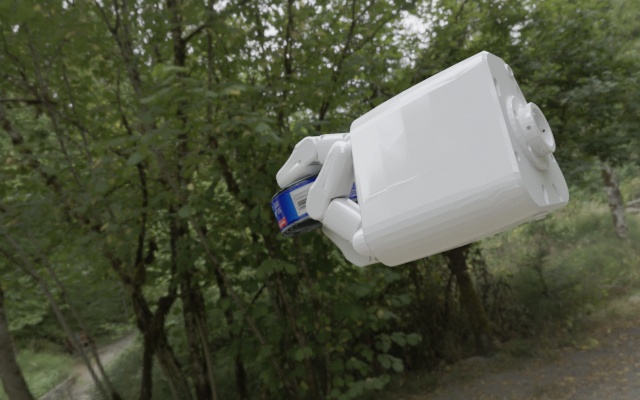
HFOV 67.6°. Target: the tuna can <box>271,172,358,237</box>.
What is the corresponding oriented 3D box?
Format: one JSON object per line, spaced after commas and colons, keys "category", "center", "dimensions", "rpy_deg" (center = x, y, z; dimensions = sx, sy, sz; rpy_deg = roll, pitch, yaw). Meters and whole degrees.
{"category": "tuna can", "center": [0.000, 0.001, 0.428], "dimensions": [0.086, 0.033, 0.086], "rpy_deg": [-21, -10, -4]}
